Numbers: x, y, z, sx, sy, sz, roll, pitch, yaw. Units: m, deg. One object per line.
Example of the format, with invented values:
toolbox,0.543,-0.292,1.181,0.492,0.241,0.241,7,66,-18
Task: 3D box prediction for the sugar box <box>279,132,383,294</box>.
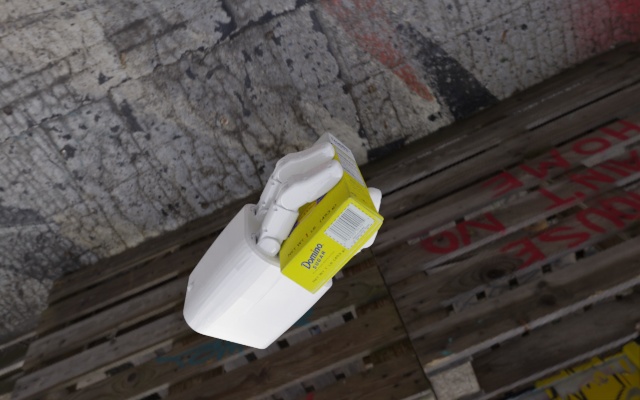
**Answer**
sugar box,0.000,0.001,0.472,0.048,0.093,0.176,36,16,-23
